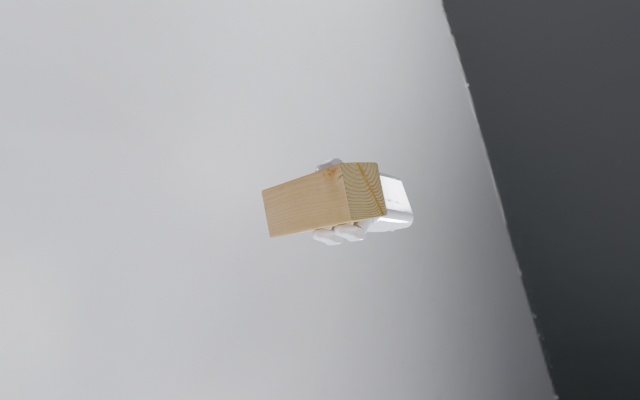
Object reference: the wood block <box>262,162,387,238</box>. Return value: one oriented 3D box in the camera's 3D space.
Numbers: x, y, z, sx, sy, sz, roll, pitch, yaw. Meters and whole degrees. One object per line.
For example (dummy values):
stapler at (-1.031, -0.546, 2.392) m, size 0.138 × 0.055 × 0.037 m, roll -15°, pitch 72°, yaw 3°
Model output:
wood block at (0.000, 0.002, 0.817) m, size 0.090 × 0.091 × 0.206 m, roll -6°, pitch -7°, yaw -44°
